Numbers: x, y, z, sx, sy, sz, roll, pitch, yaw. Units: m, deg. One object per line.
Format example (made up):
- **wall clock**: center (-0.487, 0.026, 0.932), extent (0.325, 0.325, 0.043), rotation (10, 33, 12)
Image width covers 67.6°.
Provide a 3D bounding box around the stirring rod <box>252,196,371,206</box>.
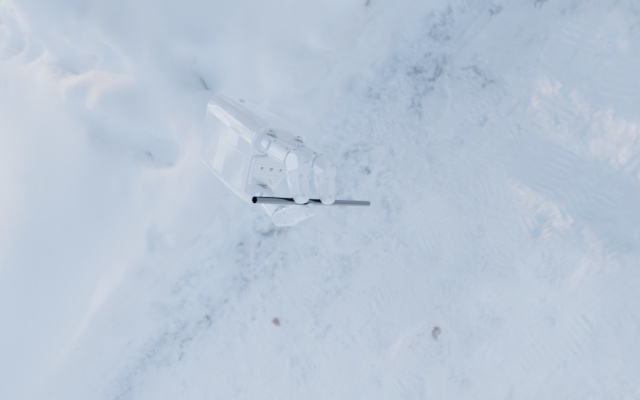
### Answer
- **stirring rod**: center (0.000, 0.002, 0.602), extent (0.011, 0.011, 0.239), rotation (0, -1, 35)
